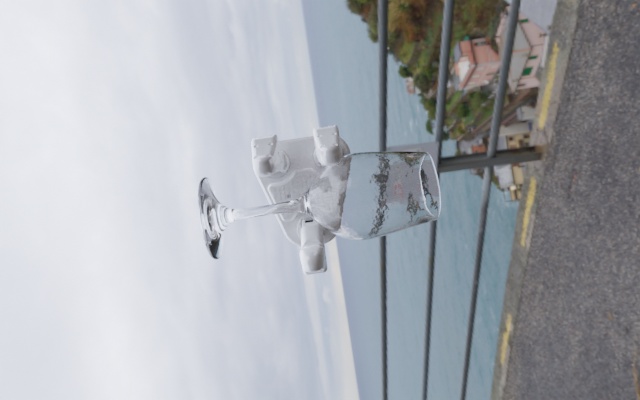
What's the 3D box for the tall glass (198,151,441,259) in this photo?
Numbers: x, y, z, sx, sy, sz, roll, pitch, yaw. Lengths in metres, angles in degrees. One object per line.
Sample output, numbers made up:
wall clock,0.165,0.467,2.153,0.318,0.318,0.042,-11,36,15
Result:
tall glass,-0.001,0.002,0.426,0.201,0.079,0.079,-8,0,1
